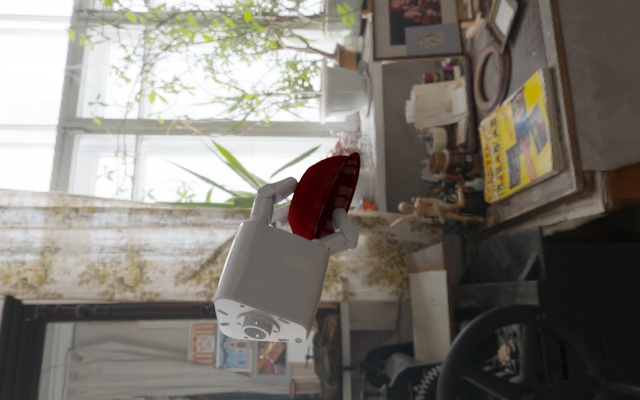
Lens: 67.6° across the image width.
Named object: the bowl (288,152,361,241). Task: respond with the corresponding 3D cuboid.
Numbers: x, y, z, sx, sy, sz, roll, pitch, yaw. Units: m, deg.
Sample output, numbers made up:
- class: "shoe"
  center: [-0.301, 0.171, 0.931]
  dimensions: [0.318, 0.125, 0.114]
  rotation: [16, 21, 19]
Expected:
- class: "bowl"
  center: [0.000, 0.001, 0.655]
  dimensions: [0.055, 0.162, 0.162]
  rotation: [21, 5, 14]
